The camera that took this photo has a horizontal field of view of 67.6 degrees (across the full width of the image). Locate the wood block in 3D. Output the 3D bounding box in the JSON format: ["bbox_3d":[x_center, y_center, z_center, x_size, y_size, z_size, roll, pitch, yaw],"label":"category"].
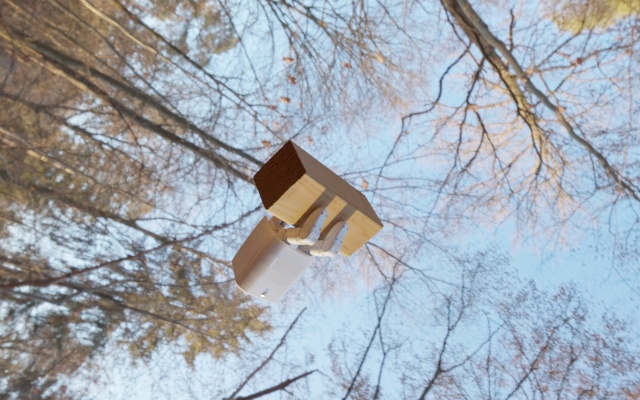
[{"bbox_3d":[0.000,0.003,0.791,0.206,0.090,0.090,33,20,-42],"label":"wood block"}]
